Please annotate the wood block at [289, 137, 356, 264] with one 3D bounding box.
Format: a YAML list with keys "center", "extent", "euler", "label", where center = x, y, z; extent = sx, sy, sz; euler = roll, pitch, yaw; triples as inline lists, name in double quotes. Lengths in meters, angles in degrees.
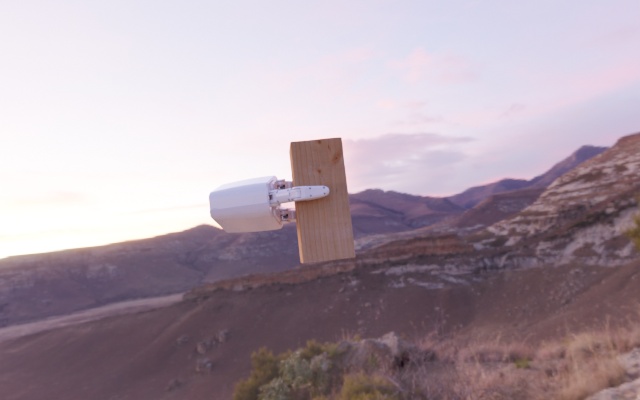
- center: [0.000, 0.003, 0.840]
  extent: [0.090, 0.206, 0.091]
  euler: [-6, -5, -6]
  label: "wood block"
